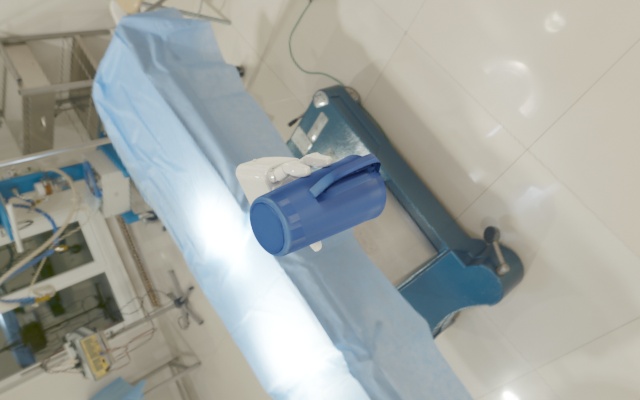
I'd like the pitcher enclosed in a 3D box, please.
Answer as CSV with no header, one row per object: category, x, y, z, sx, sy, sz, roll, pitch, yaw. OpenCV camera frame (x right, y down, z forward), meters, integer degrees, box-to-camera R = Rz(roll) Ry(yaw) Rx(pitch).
pitcher,0.000,0.003,0.858,0.243,0.149,0.145,-23,24,-39
